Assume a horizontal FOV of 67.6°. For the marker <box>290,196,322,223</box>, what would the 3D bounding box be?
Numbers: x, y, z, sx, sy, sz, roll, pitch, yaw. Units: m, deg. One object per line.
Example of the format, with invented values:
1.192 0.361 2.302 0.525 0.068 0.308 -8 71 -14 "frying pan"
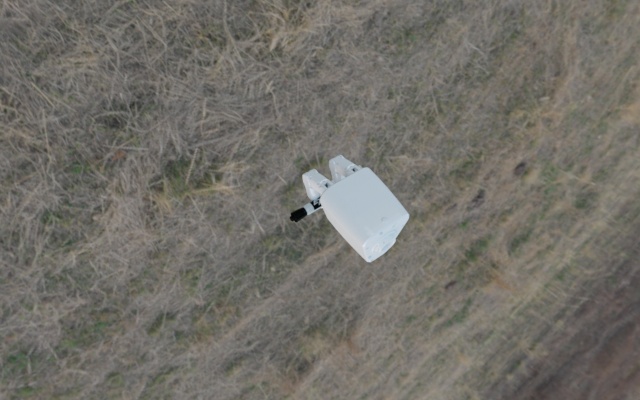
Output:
0.000 0.003 0.807 0.121 0.020 0.020 -30 12 -21 "marker"
